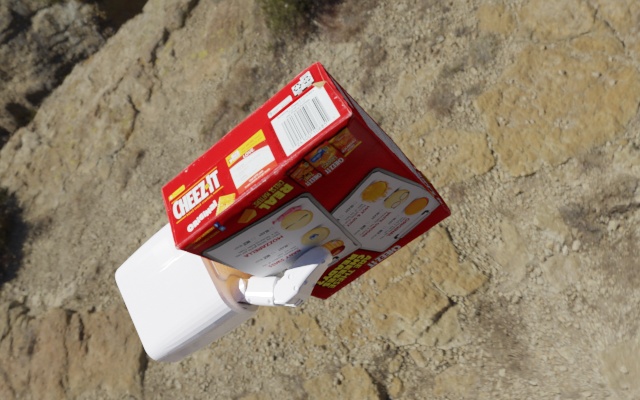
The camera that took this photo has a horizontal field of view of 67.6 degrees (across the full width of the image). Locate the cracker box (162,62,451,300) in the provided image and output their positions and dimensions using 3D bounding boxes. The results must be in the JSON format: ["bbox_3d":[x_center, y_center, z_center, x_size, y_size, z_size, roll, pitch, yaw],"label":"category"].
[{"bbox_3d":[0.000,0.001,0.423,0.164,0.072,0.214,-36,-35,16],"label":"cracker box"}]
